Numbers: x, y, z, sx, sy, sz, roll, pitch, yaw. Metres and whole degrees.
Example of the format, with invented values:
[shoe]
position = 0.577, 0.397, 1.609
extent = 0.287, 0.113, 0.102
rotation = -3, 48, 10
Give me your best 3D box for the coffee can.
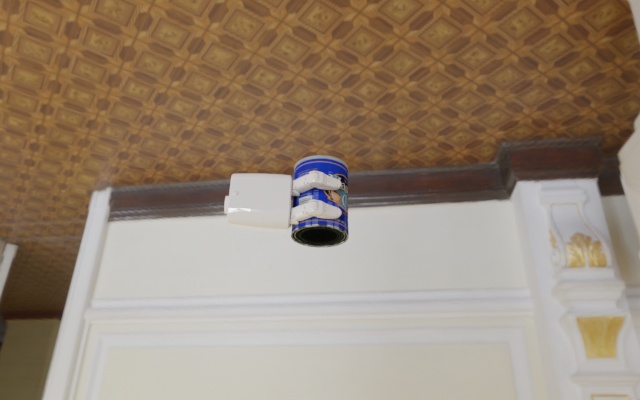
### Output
[coffee can]
position = 0.000, 0.003, 0.874
extent = 0.103, 0.140, 0.103
rotation = 1, -26, 1
